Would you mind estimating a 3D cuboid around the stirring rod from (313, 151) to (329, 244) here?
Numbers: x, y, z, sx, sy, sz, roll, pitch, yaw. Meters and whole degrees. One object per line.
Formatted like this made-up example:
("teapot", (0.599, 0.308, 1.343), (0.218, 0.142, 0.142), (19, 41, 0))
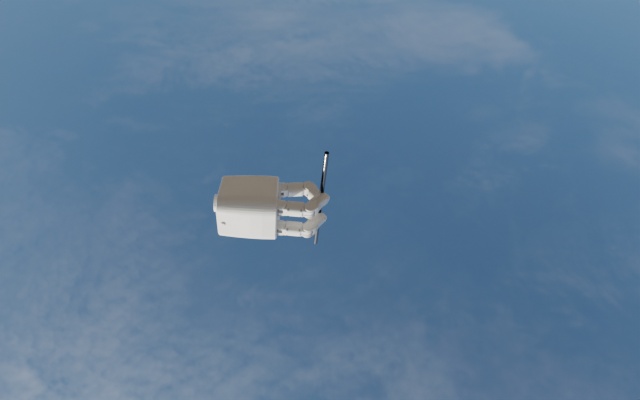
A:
("stirring rod", (0.000, 0.003, 0.878), (0.011, 0.011, 0.240), (0, -43, -7))
